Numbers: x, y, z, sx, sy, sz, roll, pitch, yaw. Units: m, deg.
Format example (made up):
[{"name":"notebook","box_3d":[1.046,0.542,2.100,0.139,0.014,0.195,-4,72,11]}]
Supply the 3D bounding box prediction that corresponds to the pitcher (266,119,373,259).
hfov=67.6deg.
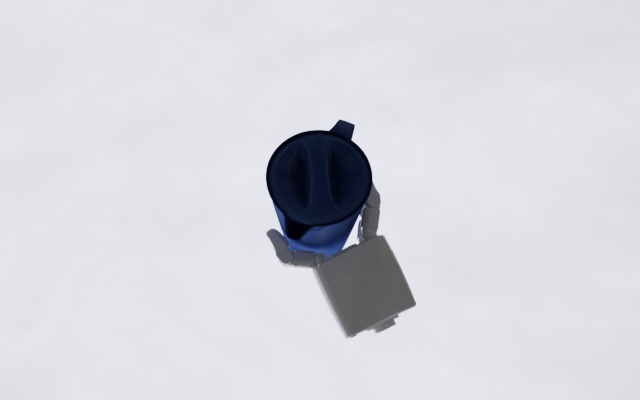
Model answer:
[{"name":"pitcher","box_3d":[0.000,0.002,0.702,0.149,0.145,0.243,-22,-19,-10]}]
